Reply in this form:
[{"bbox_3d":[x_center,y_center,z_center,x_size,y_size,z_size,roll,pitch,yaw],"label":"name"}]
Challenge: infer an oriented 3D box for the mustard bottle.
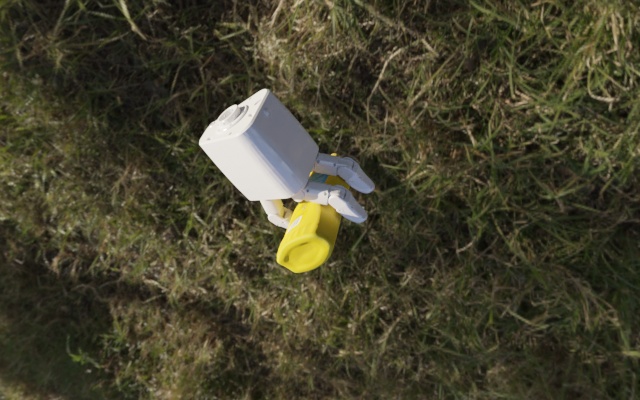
[{"bbox_3d":[0.000,0.003,0.662,0.058,0.191,0.096,31,-43,-14],"label":"mustard bottle"}]
